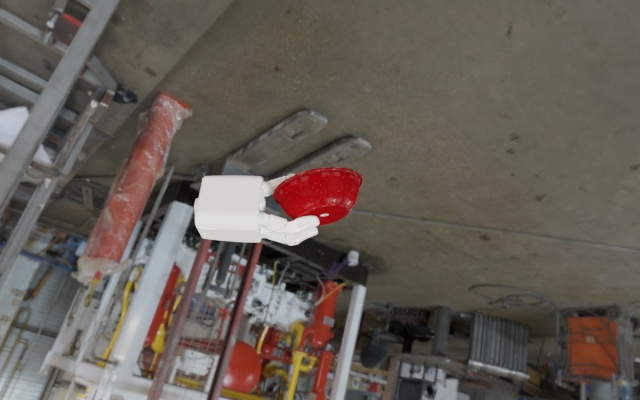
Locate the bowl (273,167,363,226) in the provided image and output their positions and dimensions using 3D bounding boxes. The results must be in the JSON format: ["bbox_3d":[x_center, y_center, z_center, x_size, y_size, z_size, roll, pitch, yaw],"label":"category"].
[{"bbox_3d":[0.002,0.003,0.836,0.162,0.055,0.162,-10,-23,-4],"label":"bowl"}]
